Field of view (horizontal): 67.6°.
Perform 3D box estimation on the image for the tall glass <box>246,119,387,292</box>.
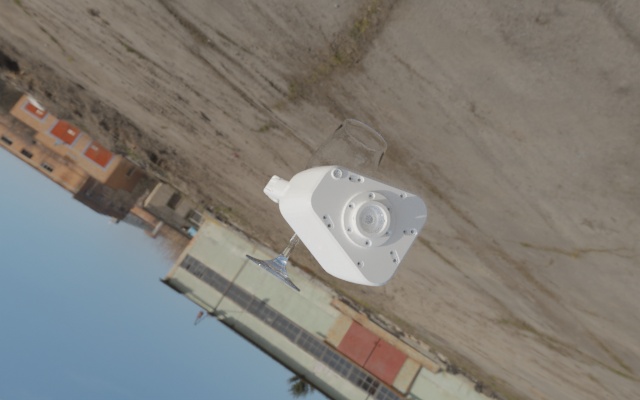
[{"bbox_3d":[0.000,0.002,0.559,0.079,0.201,0.079,32,-10,7],"label":"tall glass"}]
